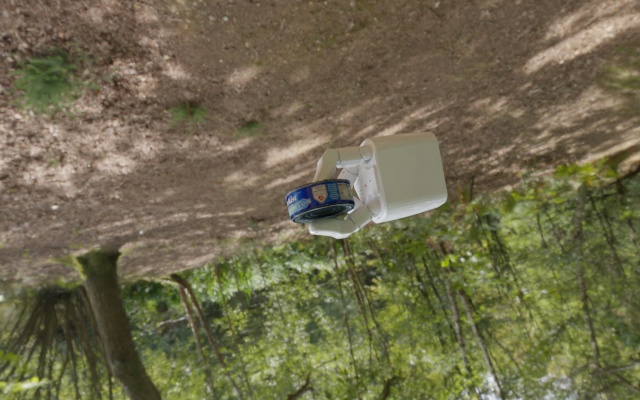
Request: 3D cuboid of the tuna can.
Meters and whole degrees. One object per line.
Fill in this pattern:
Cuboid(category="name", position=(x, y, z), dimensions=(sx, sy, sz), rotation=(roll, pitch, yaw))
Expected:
Cuboid(category="tuna can", position=(0.000, 0.003, 0.609), dimensions=(0.086, 0.033, 0.086), rotation=(-12, -13, -3))
